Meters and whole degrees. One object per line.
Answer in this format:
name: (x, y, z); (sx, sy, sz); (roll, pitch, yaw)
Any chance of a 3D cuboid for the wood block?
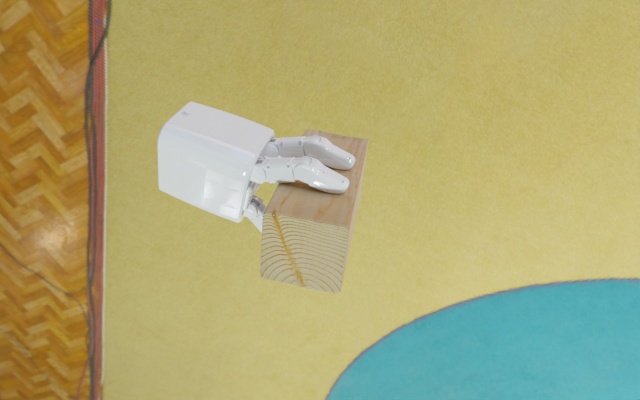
wood block: (0.000, 0.002, 0.574); (0.090, 0.091, 0.206); (11, 33, 6)
